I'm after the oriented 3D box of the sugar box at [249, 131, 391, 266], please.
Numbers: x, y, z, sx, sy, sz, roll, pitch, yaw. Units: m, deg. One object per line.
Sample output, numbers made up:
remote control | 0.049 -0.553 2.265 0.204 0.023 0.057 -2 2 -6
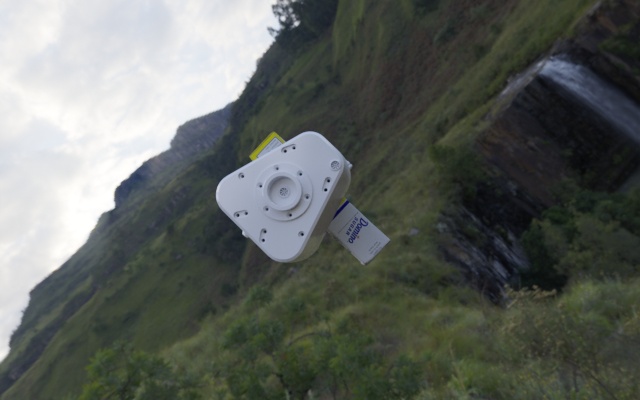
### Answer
sugar box | 0.000 0.002 0.558 0.048 0.176 0.093 -45 -6 -2
